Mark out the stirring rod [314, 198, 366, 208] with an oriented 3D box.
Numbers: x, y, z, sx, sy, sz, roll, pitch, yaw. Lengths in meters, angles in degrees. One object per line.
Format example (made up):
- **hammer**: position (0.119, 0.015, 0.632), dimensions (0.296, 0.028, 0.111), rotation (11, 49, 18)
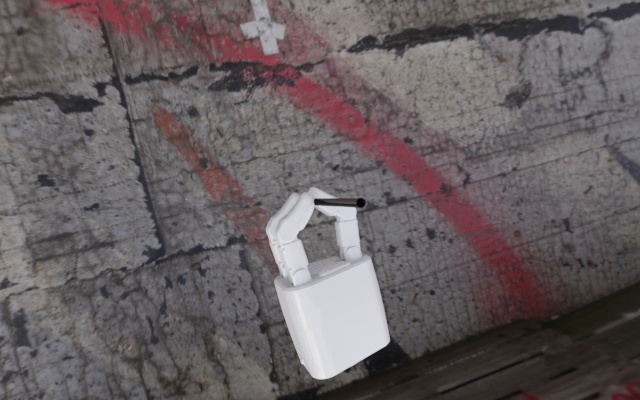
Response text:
- **stirring rod**: position (0.000, 0.002, 0.498), dimensions (0.011, 0.011, 0.239), rotation (0, 0, -16)
